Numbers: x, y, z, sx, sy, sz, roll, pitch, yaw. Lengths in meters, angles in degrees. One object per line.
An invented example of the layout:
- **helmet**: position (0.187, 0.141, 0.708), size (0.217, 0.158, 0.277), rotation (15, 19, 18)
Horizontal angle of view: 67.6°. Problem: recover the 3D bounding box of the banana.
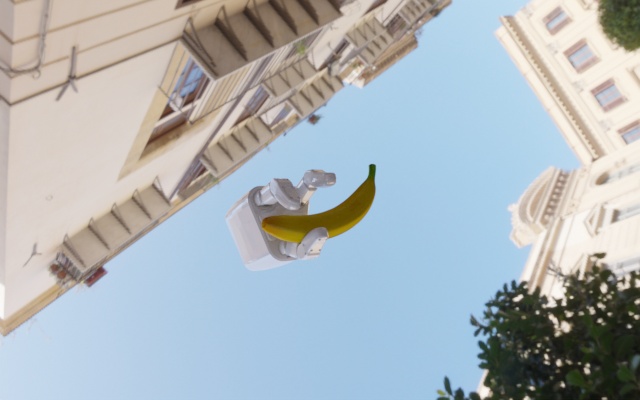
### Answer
- **banana**: position (0.011, 0.018, 0.651), size (0.197, 0.069, 0.037), rotation (-28, 5, -31)
